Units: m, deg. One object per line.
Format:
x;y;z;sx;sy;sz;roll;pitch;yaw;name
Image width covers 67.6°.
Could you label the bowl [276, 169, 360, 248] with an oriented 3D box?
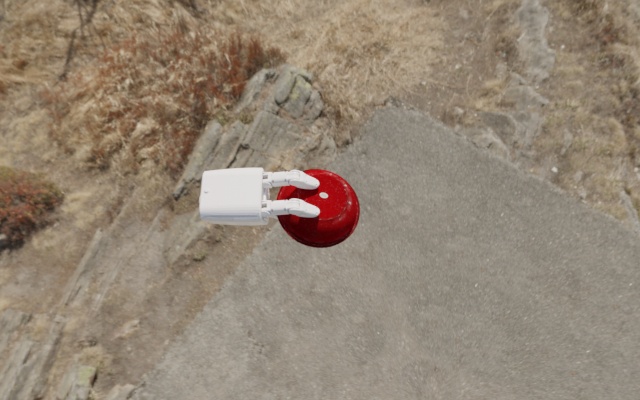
0.001;0.002;0.879;0.162;0.162;0.055;0;-23;-10;bowl
